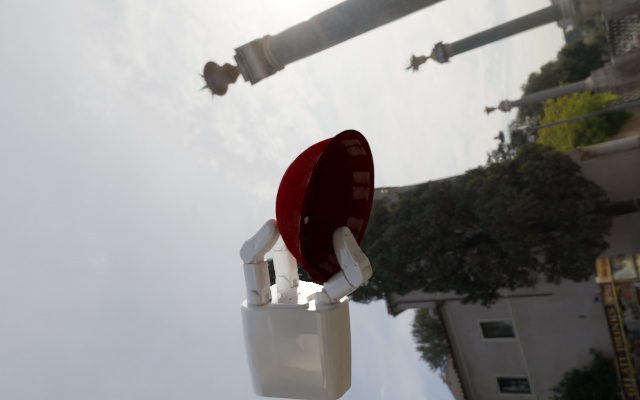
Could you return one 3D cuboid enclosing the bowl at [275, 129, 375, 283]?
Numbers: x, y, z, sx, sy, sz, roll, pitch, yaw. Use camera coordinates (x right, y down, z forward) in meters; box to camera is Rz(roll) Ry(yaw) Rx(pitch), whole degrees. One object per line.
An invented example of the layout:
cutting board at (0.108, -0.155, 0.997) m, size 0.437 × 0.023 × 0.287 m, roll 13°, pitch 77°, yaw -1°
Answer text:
bowl at (0.000, 0.000, 0.505) m, size 0.055 × 0.162 × 0.162 m, roll 14°, pitch 6°, yaw 28°
